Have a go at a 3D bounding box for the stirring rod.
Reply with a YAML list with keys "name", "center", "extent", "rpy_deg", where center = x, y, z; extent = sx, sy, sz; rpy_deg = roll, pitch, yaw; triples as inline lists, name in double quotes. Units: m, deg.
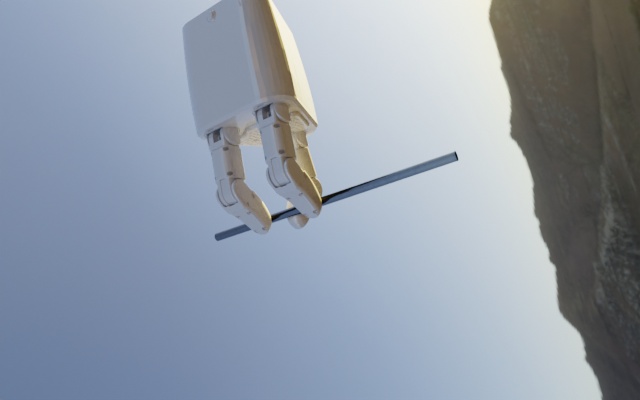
- name: "stirring rod"
  center: [0.000, 0.001, 0.409]
  extent: [0.239, 0.011, 0.011]
  rpy_deg: [-19, -9, 28]
